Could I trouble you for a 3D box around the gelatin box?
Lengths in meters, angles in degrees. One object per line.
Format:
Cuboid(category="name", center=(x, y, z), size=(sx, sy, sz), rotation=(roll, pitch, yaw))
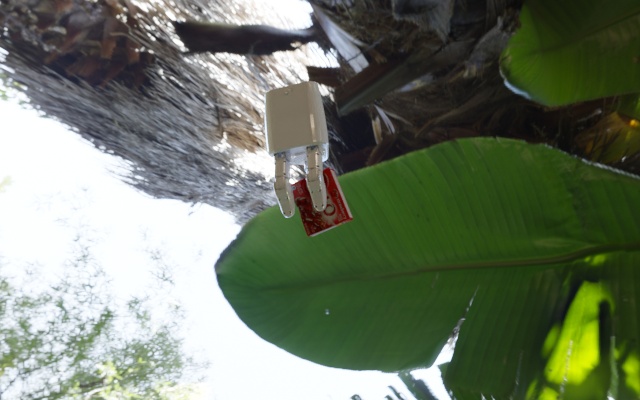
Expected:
Cuboid(category="gelatin box", center=(0.000, 0.003, 0.744), size=(0.073, 0.089, 0.030), rotation=(-23, -10, 13))
